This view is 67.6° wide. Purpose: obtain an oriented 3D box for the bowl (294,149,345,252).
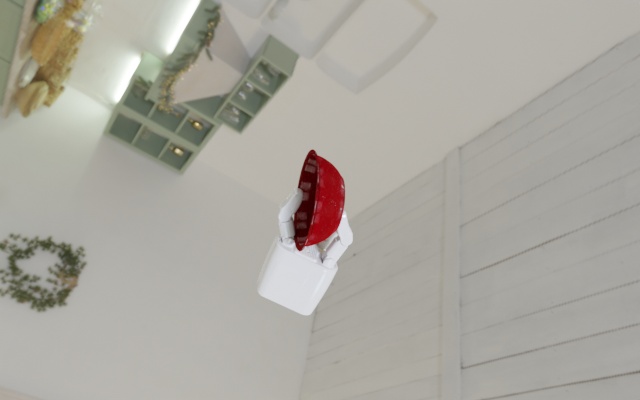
[{"bbox_3d":[0.001,0.002,0.756,0.055,0.162,0.162,7,-2,-13],"label":"bowl"}]
